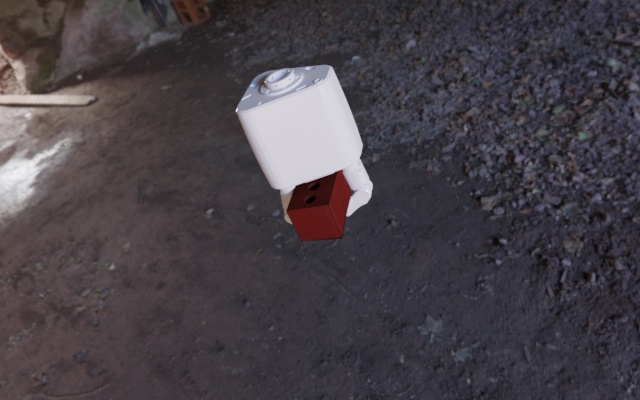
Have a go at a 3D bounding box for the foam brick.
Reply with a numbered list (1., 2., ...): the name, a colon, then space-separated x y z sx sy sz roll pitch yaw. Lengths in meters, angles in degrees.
1. foam brick: 0.000 0.002 0.559 0.053 0.051 0.078 -7 40 20
